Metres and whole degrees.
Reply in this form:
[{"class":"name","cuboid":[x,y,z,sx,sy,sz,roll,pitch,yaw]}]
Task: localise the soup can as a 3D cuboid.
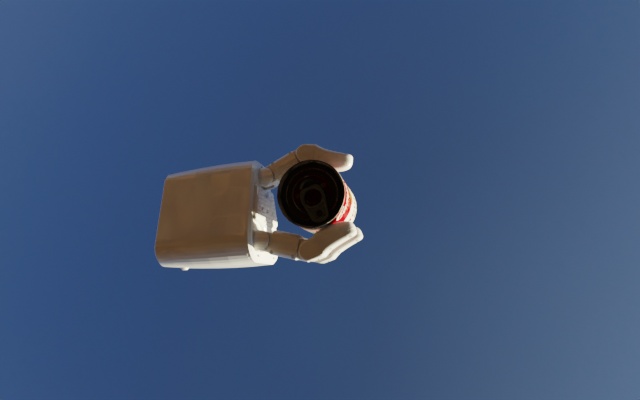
[{"class":"soup can","cuboid":[0.001,0.002,0.512,0.068,0.068,0.102,0,-10,11]}]
